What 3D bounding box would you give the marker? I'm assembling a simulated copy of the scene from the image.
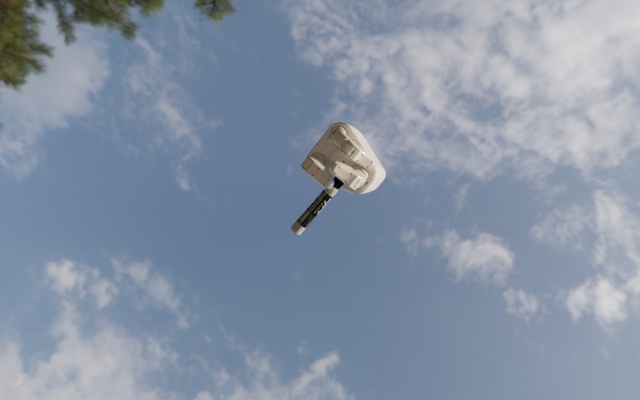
[{"bbox_3d":[0.000,0.002,0.715,0.020,0.121,0.020,38,14,-11],"label":"marker"}]
